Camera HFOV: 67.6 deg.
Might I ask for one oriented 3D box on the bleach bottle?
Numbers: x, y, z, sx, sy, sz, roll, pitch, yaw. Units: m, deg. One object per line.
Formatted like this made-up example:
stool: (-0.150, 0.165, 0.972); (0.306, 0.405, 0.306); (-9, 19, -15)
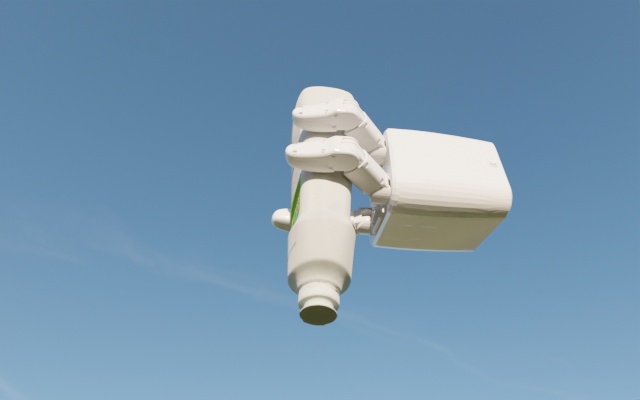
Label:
bleach bottle: (0.000, 0.001, 0.442); (0.068, 0.250, 0.103); (6, -45, -4)
